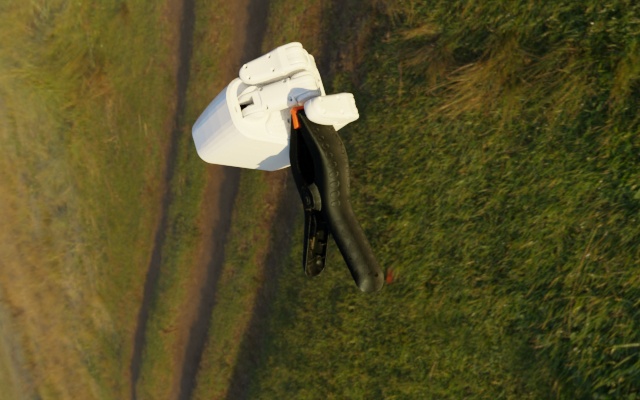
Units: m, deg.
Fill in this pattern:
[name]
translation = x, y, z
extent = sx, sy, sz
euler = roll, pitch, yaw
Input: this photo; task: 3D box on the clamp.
[clamp]
translation = 0.000, 0.001, 0.439
extent = 0.039, 0.171, 0.120
euler = -11, -5, -33
